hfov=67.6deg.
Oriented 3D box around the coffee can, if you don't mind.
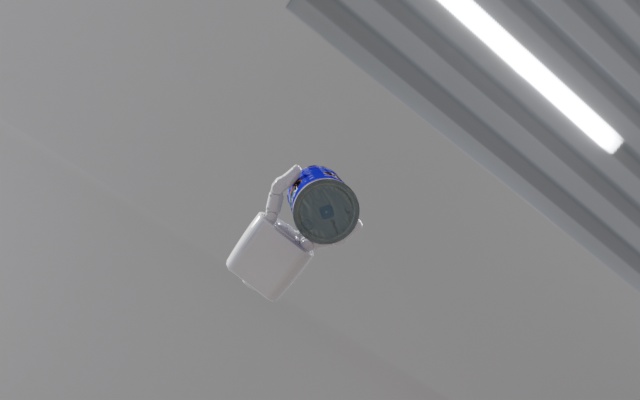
[{"bbox_3d":[0.000,0.002,0.787,0.103,0.103,0.140,0,13,-8],"label":"coffee can"}]
